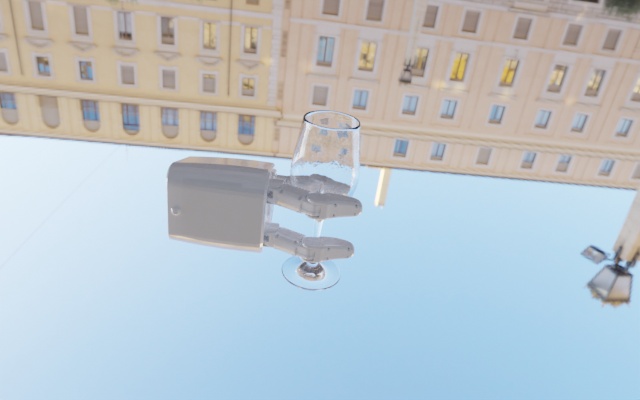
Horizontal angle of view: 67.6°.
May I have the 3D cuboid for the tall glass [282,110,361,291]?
[{"bbox_3d":[0.000,0.002,0.551,0.079,0.201,0.079,7,27,-3],"label":"tall glass"}]
